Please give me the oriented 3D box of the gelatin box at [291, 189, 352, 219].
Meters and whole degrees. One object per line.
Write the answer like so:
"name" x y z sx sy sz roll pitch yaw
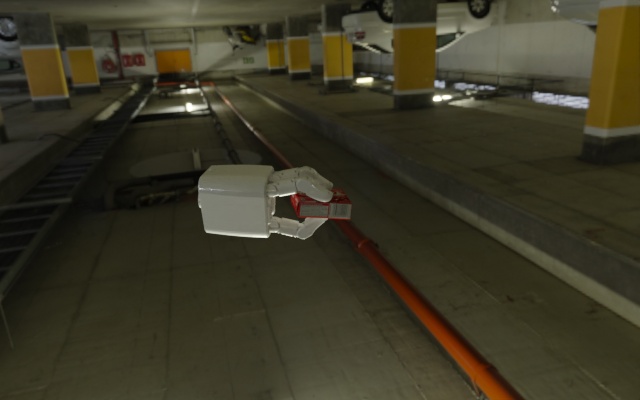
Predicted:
"gelatin box" 0.000 0.003 0.778 0.089 0.030 0.073 3 19 -12
